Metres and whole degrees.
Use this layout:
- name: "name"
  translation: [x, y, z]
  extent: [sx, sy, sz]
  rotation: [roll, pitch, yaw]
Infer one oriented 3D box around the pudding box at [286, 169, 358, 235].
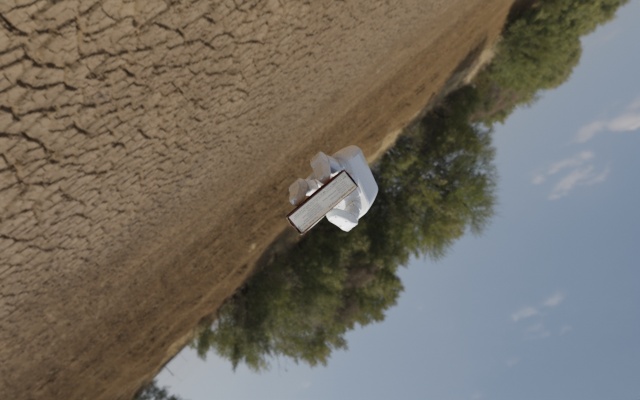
- name: "pudding box"
  translation: [0.000, 0.003, 0.729]
  extent: [0.113, 0.039, 0.090]
  rotation: [-42, 1, -4]
